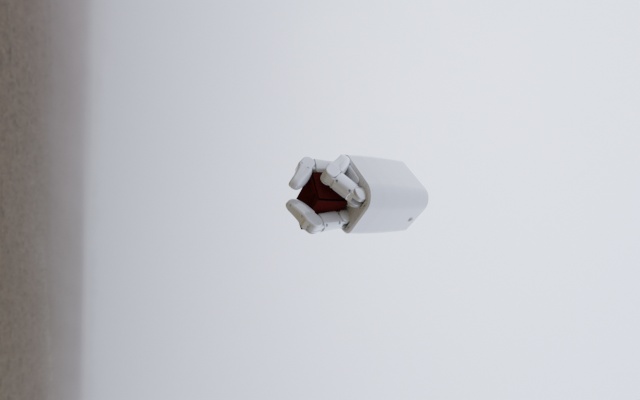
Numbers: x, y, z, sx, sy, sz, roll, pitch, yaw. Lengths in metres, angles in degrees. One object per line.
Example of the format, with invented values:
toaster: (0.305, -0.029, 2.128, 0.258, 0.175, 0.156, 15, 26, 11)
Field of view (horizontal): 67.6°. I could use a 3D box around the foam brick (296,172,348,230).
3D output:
foam brick: (0.000, 0.002, 0.711, 0.051, 0.053, 0.078, 2, -36, -26)
